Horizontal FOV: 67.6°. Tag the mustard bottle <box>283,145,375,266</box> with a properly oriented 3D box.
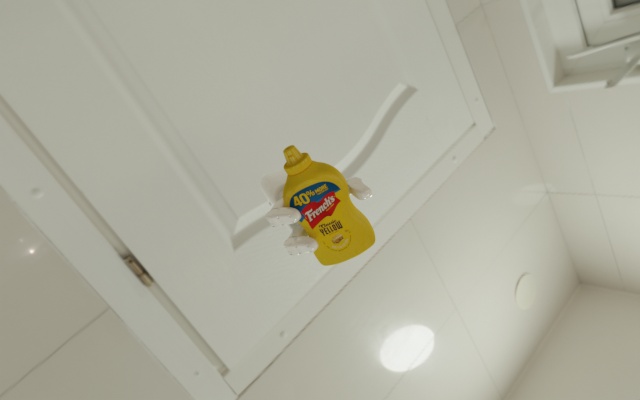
[{"bbox_3d":[0.000,0.003,0.702,0.096,0.192,0.058,-25,24,14],"label":"mustard bottle"}]
